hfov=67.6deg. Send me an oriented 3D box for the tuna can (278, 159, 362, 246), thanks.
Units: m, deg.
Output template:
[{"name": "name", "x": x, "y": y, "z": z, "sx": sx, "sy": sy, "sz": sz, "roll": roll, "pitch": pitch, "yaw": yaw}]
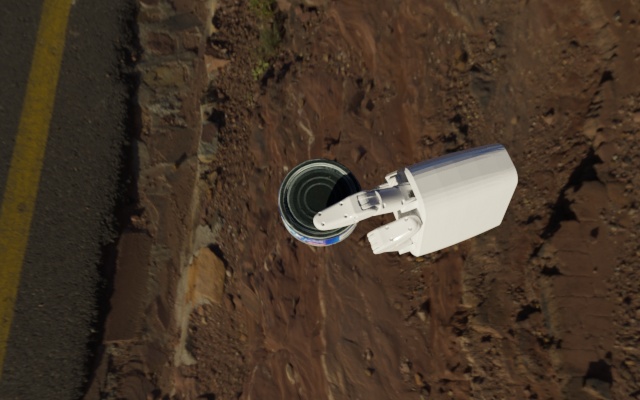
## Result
[{"name": "tuna can", "x": 0.000, "y": 0.001, "z": 0.485, "sx": 0.086, "sy": 0.086, "sz": 0.034, "roll": 0, "pitch": -15, "yaw": 1}]
